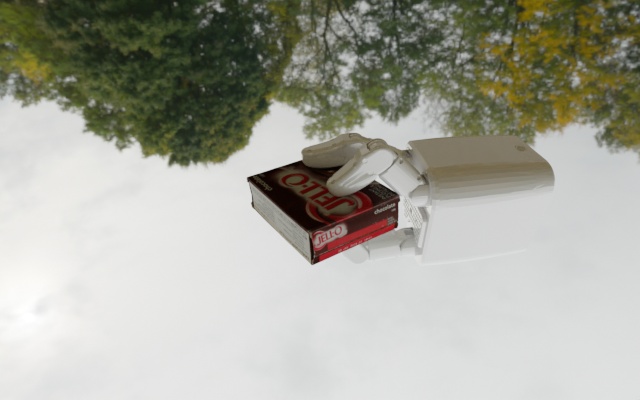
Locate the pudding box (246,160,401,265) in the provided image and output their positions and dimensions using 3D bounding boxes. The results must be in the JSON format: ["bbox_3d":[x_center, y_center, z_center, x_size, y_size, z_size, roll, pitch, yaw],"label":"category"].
[{"bbox_3d":[0.000,0.002,0.421,0.090,0.039,0.113,-20,33,-27],"label":"pudding box"}]
